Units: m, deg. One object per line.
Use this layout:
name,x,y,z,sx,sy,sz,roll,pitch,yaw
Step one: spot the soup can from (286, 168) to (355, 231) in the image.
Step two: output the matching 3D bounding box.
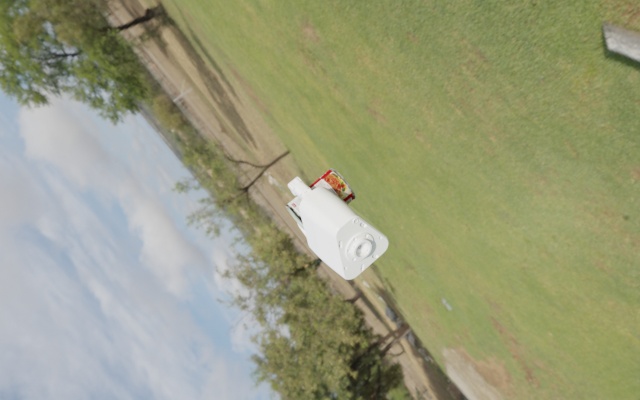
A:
soup can,0.000,0.003,0.820,0.102,0.068,0.068,-40,7,-9
